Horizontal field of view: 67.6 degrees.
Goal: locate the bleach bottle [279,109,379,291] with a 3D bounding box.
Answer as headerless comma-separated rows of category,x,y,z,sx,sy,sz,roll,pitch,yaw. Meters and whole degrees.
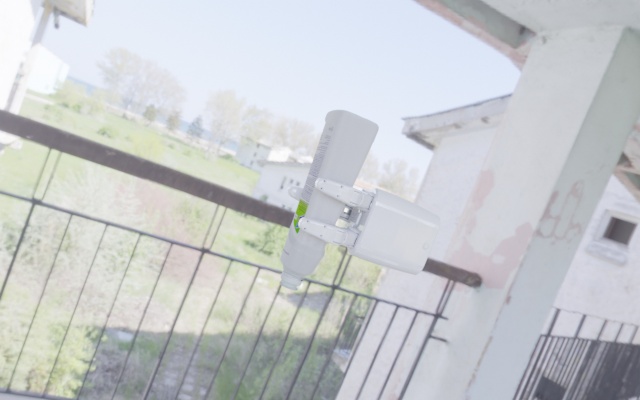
bleach bottle,0.000,0.002,0.666,0.068,0.251,0.102,21,3,-12
